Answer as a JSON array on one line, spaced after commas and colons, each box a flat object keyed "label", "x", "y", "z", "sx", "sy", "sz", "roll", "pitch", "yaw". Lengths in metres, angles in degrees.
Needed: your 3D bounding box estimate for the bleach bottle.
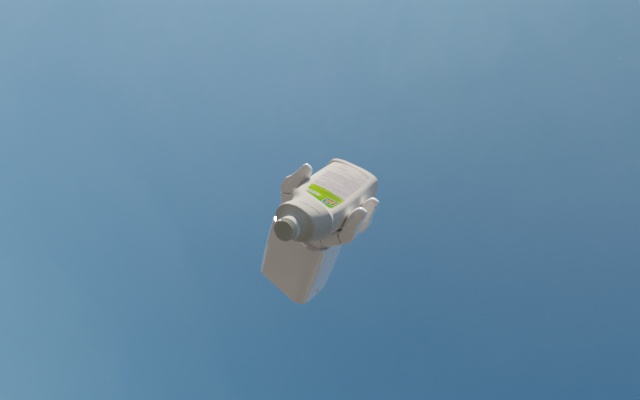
[{"label": "bleach bottle", "x": 0.000, "y": 0.002, "z": 0.717, "sx": 0.102, "sy": 0.068, "sz": 0.250, "roll": 25, "pitch": 25, "yaw": 18}]
